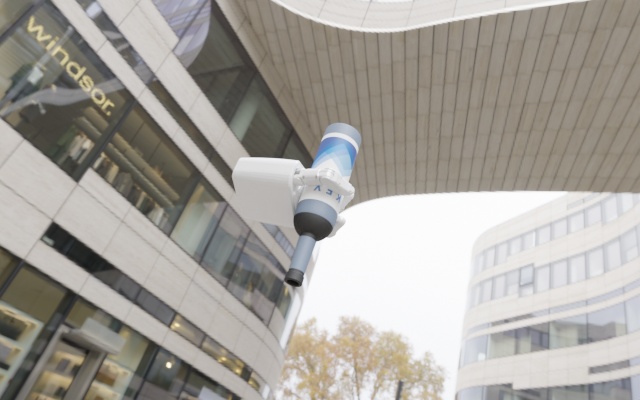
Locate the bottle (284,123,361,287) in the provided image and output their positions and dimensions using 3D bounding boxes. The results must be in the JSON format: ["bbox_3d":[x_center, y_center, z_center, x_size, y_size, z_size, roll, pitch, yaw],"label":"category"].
[{"bbox_3d":[0.000,0.002,0.771,0.069,0.295,0.069,13,-33,9],"label":"bottle"}]
